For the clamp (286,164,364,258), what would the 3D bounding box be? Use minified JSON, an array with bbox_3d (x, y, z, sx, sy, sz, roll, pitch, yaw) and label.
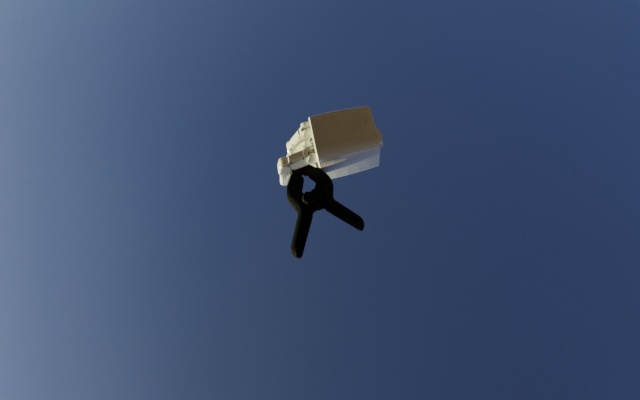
[{"bbox_3d":[0.000,0.003,0.770,0.120,0.171,0.039,-14,-30,4],"label":"clamp"}]
